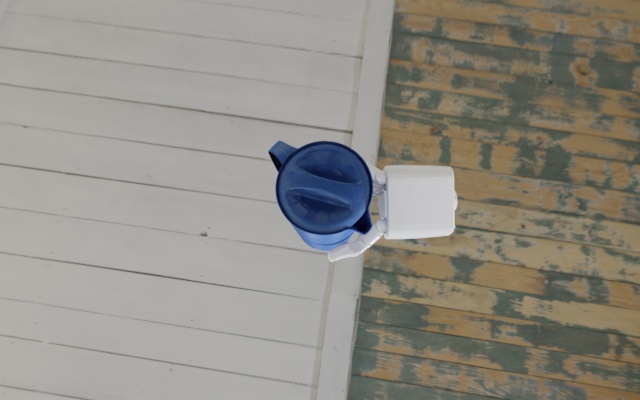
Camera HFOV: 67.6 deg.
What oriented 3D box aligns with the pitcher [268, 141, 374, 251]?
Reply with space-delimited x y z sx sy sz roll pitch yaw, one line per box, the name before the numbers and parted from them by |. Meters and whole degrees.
pitcher | 0.000 0.003 0.756 0.145 0.149 0.243 -3 -14 0
